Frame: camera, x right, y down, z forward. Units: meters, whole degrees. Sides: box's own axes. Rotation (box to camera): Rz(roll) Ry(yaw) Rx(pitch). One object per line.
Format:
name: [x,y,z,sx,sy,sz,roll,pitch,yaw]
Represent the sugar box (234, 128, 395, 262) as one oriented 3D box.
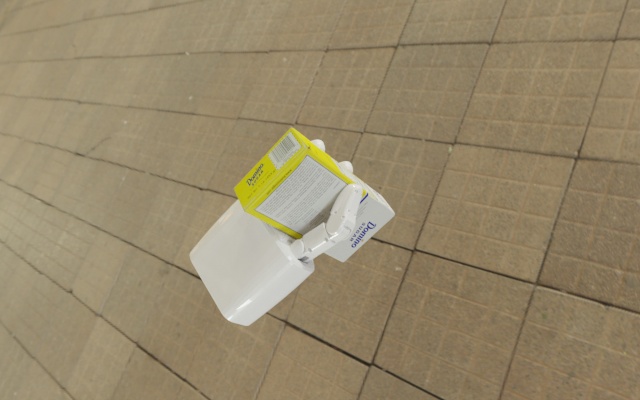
sugar box: [0.000,0.001,0.537,0.176,0.093,0.048,33,18,-47]
